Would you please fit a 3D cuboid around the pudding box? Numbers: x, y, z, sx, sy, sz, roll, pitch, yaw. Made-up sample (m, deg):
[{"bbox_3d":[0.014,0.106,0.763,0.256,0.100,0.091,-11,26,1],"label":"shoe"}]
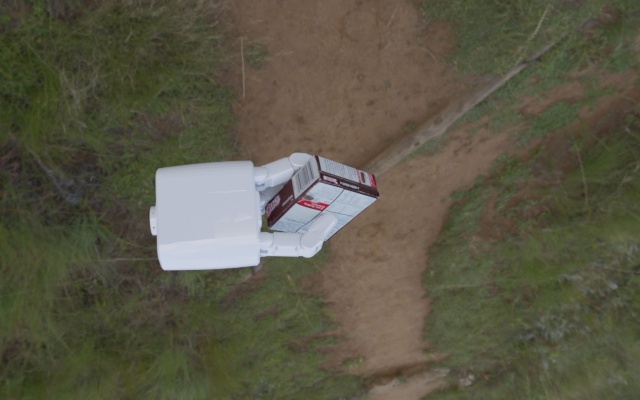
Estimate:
[{"bbox_3d":[0.000,0.002,0.570,0.090,0.039,0.113,15,-39,-34],"label":"pudding box"}]
